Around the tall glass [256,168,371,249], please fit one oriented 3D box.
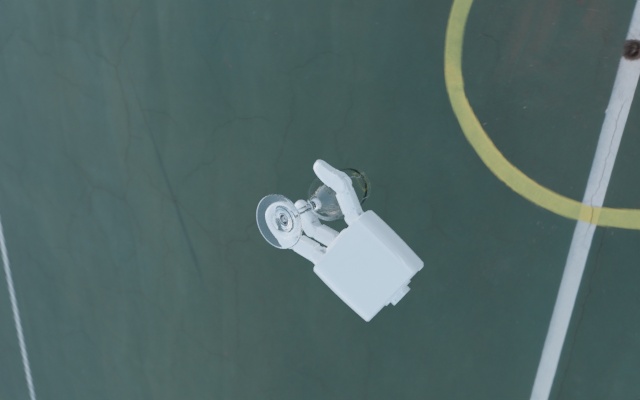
[{"bbox_3d":[0.000,0.002,0.695,0.079,0.079,0.201,0,15,34],"label":"tall glass"}]
